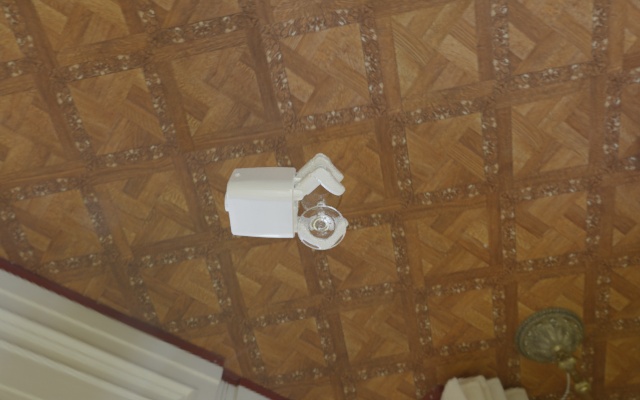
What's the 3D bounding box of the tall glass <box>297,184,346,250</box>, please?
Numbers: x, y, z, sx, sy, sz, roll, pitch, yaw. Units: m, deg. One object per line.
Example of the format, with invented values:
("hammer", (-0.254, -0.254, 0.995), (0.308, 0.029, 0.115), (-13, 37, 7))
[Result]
("tall glass", (0.000, 0.003, 0.807), (0.079, 0.079, 0.201), (0, 23, 0))
